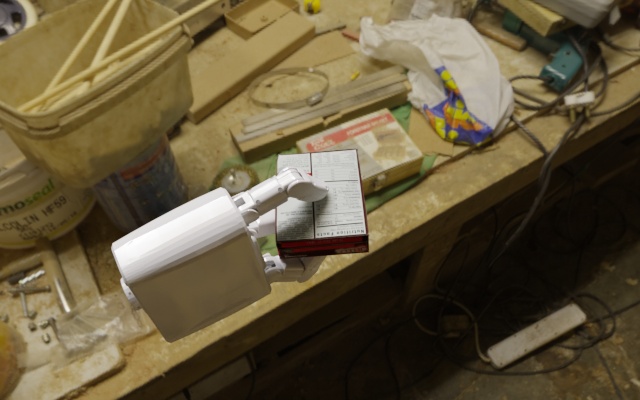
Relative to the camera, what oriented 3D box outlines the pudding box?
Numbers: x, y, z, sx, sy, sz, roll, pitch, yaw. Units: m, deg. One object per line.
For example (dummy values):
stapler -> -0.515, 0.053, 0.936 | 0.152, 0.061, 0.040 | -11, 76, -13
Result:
pudding box -> 0.000, 0.002, 0.487 | 0.090, 0.113, 0.039 | -4, -34, 1
